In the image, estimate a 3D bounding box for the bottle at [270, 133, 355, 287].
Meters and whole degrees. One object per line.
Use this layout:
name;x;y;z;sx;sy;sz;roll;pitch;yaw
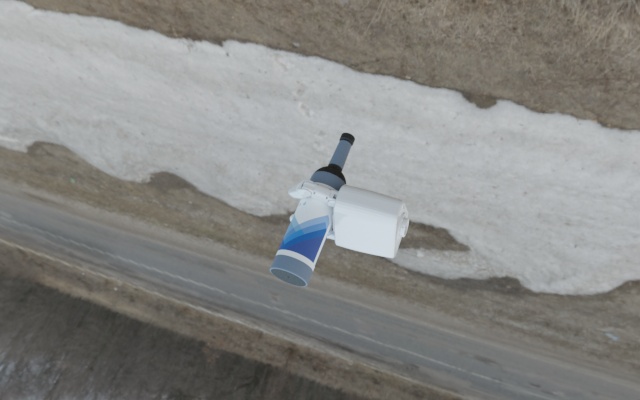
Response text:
bottle;0.000;0.003;0.835;0.069;0.295;0.069;19;-26;9
